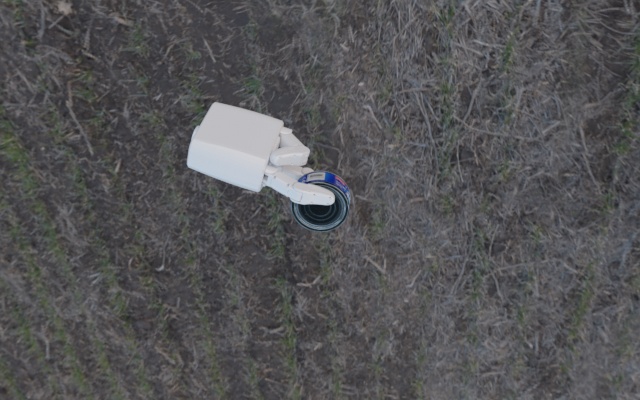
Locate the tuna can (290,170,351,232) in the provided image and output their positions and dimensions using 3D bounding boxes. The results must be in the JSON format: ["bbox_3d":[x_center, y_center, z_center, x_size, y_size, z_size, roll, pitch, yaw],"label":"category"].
[{"bbox_3d":[0.000,0.003,0.684,0.086,0.086,0.033,0,30,5],"label":"tuna can"}]
